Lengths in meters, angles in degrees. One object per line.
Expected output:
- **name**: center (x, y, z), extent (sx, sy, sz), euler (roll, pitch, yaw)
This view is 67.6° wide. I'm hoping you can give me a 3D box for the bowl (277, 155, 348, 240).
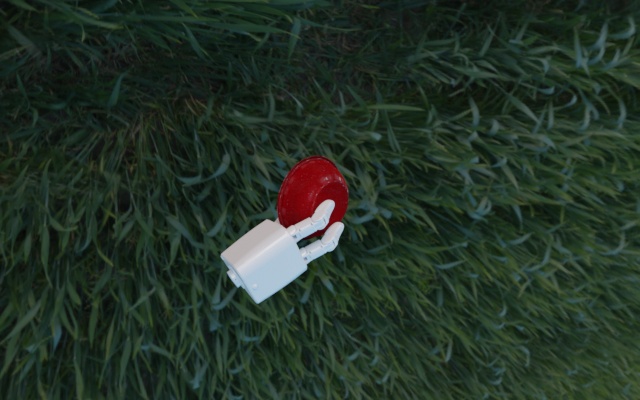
- **bowl**: center (0.001, 0.002, 0.865), extent (0.162, 0.162, 0.055), euler (0, 15, -46)
